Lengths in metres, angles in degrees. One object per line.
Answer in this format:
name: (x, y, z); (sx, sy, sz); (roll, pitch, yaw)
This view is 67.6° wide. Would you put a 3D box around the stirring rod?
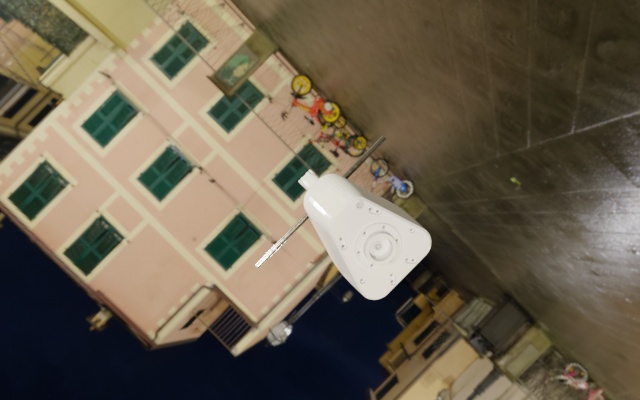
stirring rod: (0.000, 0.002, 0.634); (0.011, 0.239, 0.011); (45, 0, 0)
